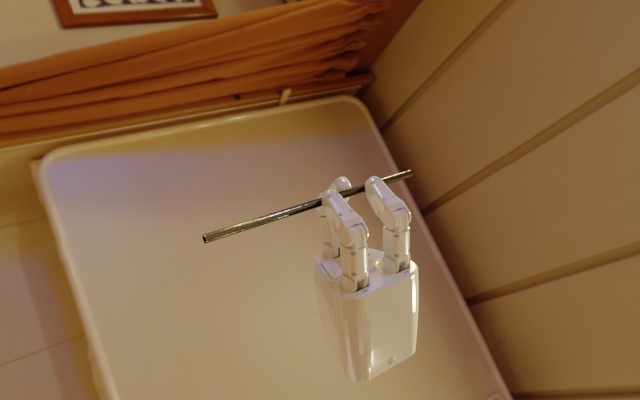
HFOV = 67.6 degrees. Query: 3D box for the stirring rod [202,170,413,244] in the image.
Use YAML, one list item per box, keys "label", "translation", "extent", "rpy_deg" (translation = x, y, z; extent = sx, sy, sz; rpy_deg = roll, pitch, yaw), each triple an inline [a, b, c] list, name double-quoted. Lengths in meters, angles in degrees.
- label: "stirring rod"
  translation: [0.000, 0.002, 0.466]
  extent: [0.239, 0.011, 0.011]
  rpy_deg: [-18, 9, -30]
